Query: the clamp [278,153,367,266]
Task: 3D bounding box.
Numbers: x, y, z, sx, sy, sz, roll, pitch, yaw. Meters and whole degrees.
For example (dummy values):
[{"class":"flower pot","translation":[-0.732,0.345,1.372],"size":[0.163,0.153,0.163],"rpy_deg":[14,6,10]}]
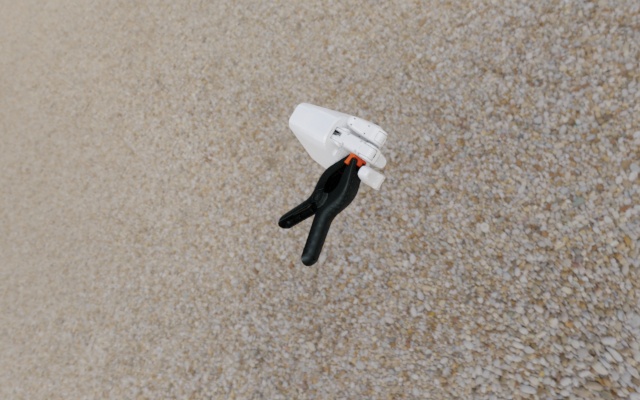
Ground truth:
[{"class":"clamp","translation":[0.000,0.002,0.709],"size":[0.039,0.171,0.120],"rpy_deg":[33,1,-42]}]
